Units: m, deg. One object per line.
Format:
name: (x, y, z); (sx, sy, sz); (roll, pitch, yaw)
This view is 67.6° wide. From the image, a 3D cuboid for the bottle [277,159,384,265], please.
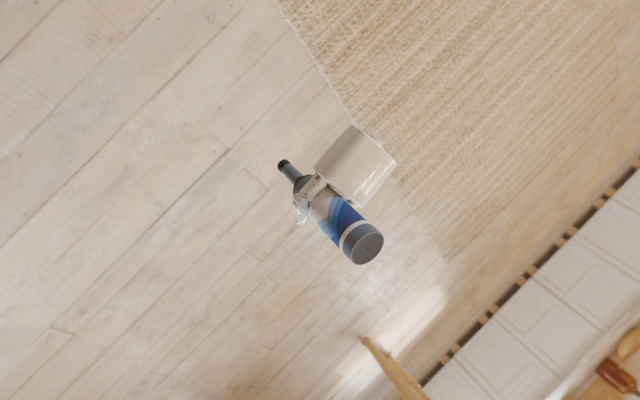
bottle: (0.000, 0.003, 0.866); (0.069, 0.069, 0.295); (0, 31, -37)
